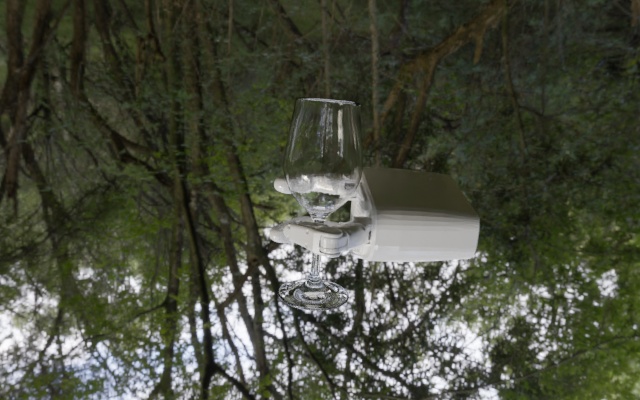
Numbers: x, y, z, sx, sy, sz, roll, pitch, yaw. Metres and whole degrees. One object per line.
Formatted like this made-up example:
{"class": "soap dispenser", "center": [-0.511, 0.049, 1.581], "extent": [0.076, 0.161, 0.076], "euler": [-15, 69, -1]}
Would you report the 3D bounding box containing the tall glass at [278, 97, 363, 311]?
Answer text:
{"class": "tall glass", "center": [0.000, 0.002, 0.475], "extent": [0.079, 0.201, 0.079], "euler": [4, 14, -1]}
